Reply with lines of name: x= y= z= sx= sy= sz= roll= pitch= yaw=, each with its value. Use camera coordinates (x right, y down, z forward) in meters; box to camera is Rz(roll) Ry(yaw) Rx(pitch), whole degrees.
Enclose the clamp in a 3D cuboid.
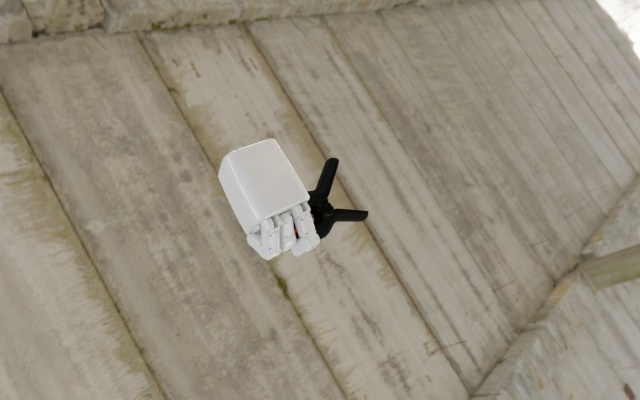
clamp: x=0.000 y=0.003 z=0.773 sx=0.171 sy=0.120 sz=0.039 roll=-25 pitch=-4 yaw=-42
